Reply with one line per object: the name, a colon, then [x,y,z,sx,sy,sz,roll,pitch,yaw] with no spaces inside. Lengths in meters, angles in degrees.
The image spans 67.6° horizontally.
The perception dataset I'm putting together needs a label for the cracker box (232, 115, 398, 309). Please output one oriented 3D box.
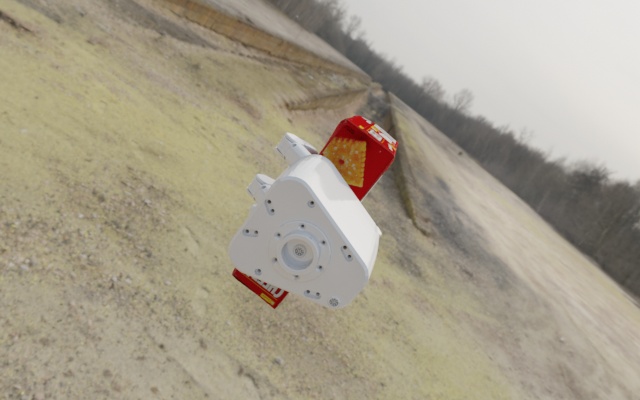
cracker box: [0.000,0.002,0.568,0.072,0.214,0.164,38,16,1]
